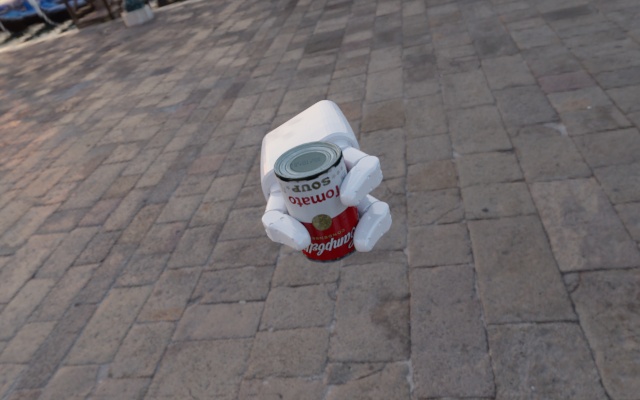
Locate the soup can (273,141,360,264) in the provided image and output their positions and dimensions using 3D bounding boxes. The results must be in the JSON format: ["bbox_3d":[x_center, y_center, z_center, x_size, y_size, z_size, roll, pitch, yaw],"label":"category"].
[{"bbox_3d":[0.000,0.002,0.468,0.068,0.102,0.068,-12,34,8],"label":"soup can"}]
